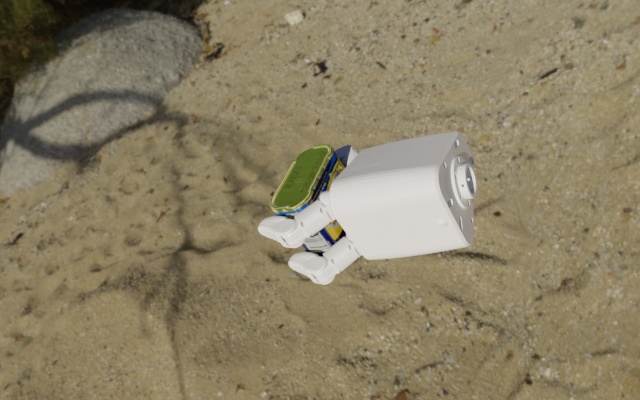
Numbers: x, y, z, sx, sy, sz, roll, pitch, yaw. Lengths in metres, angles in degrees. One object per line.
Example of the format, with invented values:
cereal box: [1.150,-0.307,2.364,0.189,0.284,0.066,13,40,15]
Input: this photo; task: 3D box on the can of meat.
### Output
can of meat: [0.000,0.001,0.520,0.057,0.102,0.084,-8,-48,36]
